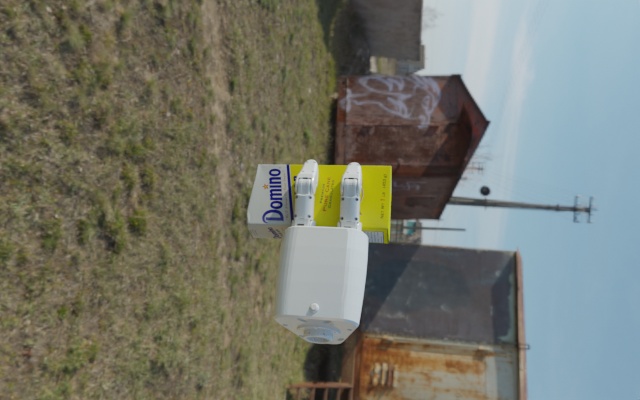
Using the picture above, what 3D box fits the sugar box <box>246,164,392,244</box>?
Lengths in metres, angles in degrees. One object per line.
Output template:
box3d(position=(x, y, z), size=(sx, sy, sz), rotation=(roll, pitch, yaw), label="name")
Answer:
box3d(position=(0.000, 0.002, 0.603), size=(0.176, 0.093, 0.048), rotation=(2, -30, 8), label="sugar box")
